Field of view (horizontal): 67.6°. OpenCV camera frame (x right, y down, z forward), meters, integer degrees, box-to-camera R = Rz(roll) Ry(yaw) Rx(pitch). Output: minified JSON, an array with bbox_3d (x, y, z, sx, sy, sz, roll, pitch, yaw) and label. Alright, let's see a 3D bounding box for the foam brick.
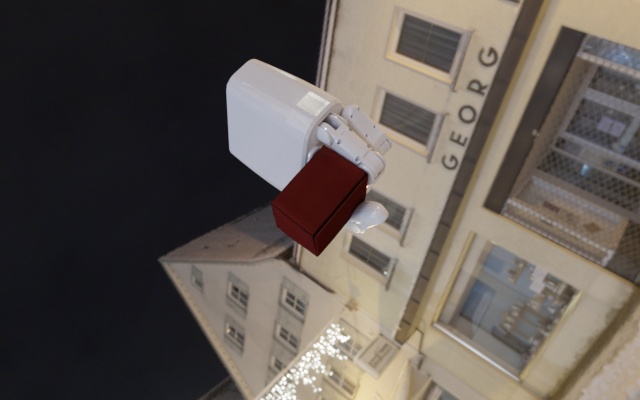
[{"bbox_3d":[0.000,0.002,0.435,0.051,0.078,0.053,34,-21,17],"label":"foam brick"}]
